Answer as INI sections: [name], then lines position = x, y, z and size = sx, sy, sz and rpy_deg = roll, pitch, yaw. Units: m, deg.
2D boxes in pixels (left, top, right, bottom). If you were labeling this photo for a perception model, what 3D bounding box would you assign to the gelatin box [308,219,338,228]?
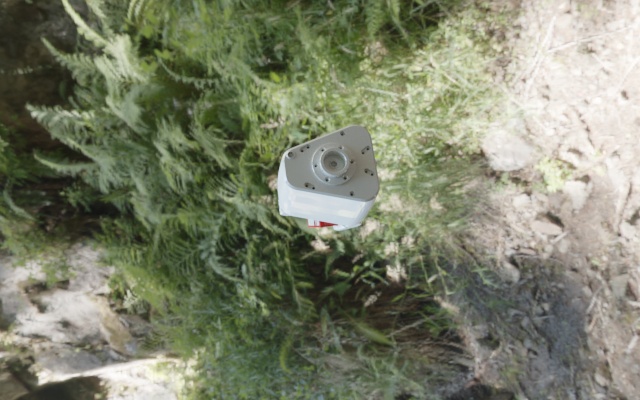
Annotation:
[gelatin box]
position = 0.000, 0.002, 0.705
size = 0.030, 0.073, 0.089
rpy_deg = -6, -2, -13
